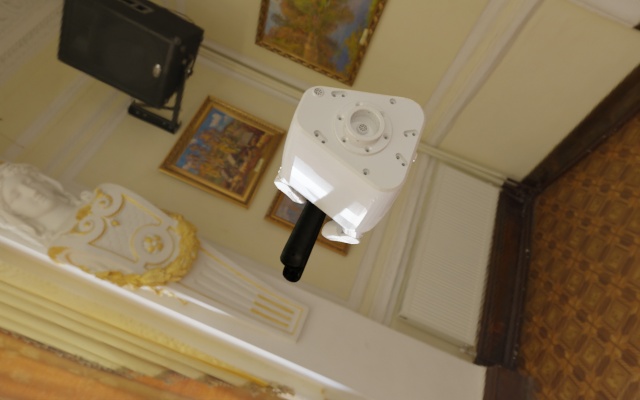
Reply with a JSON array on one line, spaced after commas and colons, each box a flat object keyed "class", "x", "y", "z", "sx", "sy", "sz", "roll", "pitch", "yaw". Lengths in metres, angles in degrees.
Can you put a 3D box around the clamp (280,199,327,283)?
[{"class": "clamp", "x": 0.000, "y": 0.001, "z": 0.570, "sx": 0.036, "sy": 0.210, "sz": 0.165, "roll": 23, "pitch": -21, "yaw": 1}]
